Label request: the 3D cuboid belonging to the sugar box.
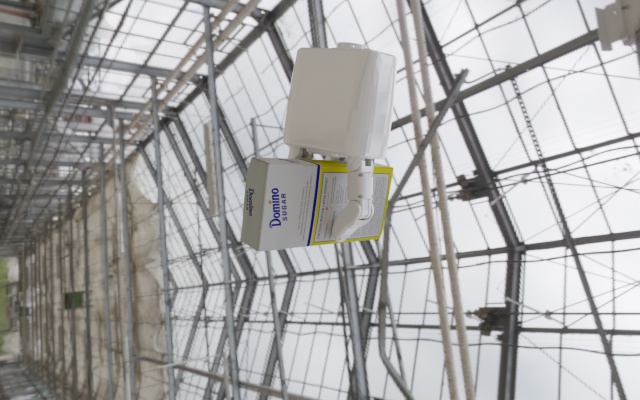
[{"bbox_3d":[0.000,0.001,0.534,0.176,0.093,0.048,0,14,-36],"label":"sugar box"}]
